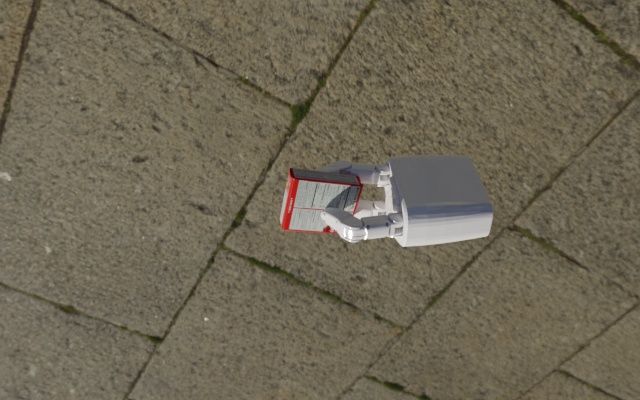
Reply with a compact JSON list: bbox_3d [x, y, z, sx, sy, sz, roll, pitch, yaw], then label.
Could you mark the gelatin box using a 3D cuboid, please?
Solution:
[{"bbox_3d":[0.000,0.002,0.583,0.089,0.073,0.030,5,30,-16],"label":"gelatin box"}]
